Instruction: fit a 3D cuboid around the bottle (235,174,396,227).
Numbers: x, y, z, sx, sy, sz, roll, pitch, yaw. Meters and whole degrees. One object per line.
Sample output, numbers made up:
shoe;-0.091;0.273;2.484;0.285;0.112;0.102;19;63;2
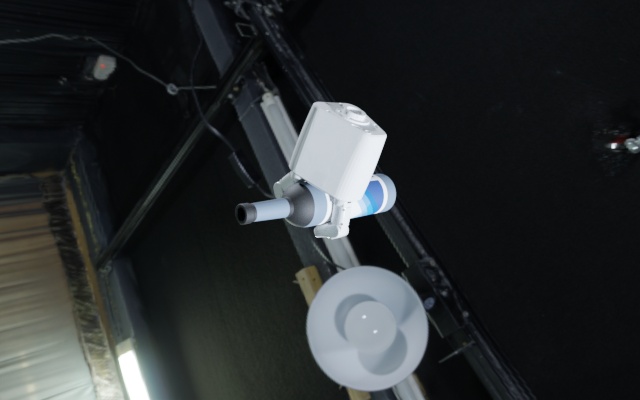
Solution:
bottle;0.000;0.002;0.727;0.295;0.069;0.069;-9;6;-44
